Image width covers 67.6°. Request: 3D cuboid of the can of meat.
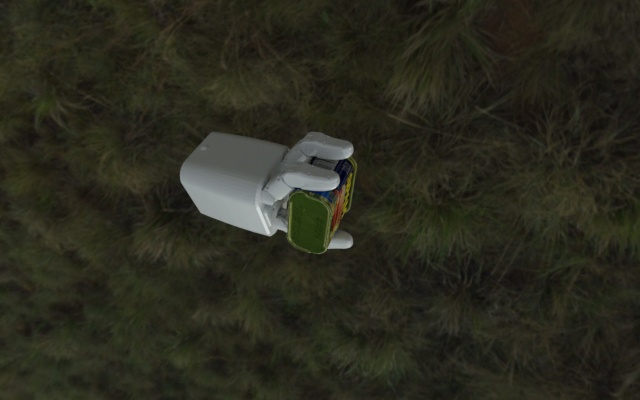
[{"bbox_3d":[0.000,0.002,0.569,0.057,0.102,0.084,18,46,12],"label":"can of meat"}]
